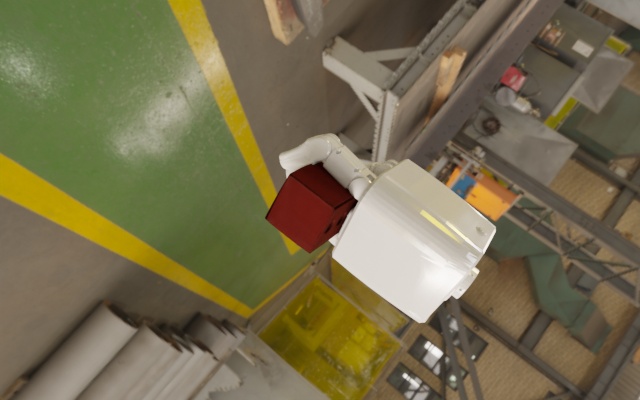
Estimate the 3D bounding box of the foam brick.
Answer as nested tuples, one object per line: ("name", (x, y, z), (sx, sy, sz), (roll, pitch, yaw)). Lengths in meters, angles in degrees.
("foam brick", (0.000, 0.001, 0.427), (0.051, 0.053, 0.078), (39, 31, 14))
